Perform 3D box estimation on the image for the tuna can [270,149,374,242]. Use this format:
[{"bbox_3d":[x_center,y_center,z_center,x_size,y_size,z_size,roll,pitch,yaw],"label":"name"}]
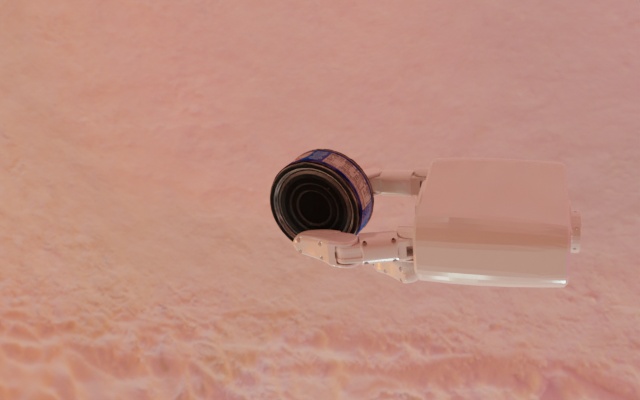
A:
[{"bbox_3d":[0.000,0.002,0.409,0.086,0.086,0.033,0,23,27],"label":"tuna can"}]
